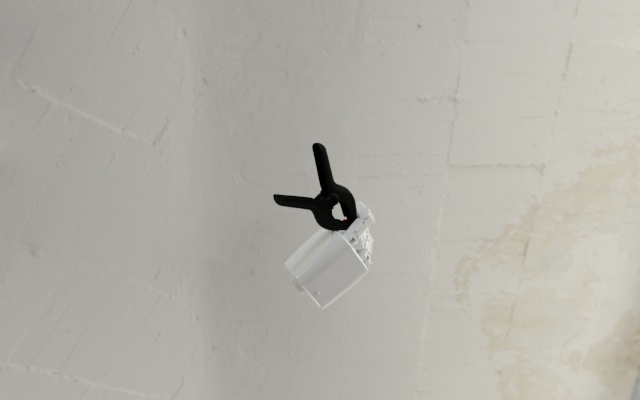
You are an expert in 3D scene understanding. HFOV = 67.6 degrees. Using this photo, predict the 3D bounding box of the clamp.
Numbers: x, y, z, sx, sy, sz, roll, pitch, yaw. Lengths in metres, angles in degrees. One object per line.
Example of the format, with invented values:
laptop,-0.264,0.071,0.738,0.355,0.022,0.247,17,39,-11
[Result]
clamp,0.000,0.002,0.795,0.120,0.171,0.039,-42,29,-10
